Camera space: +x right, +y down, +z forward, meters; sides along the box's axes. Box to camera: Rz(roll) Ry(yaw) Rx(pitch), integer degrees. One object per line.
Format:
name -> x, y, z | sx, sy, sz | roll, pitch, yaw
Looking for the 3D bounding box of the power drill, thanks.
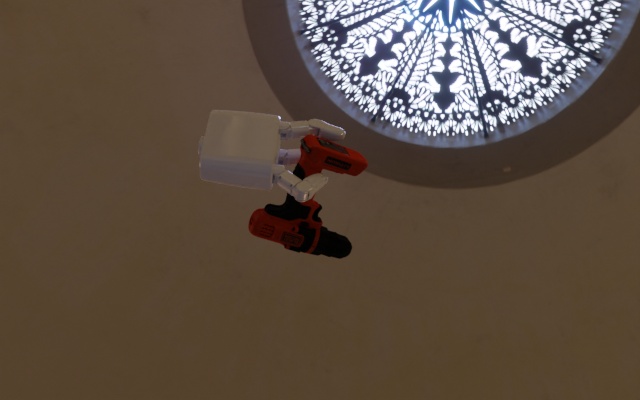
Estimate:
power drill -> 0.000, 0.002, 0.762 | 0.184, 0.188, 0.057 | 18, 21, -25
